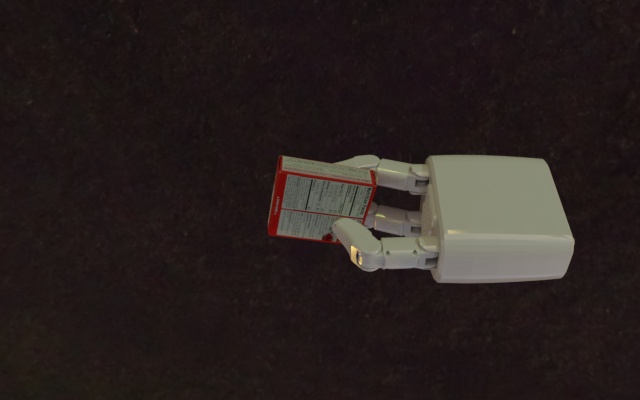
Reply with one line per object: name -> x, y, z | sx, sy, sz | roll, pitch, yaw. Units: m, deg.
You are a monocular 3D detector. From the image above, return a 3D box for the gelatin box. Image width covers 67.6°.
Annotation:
gelatin box -> 0.000, 0.002, 0.439 | 0.089, 0.073, 0.030 | 7, 36, -8
